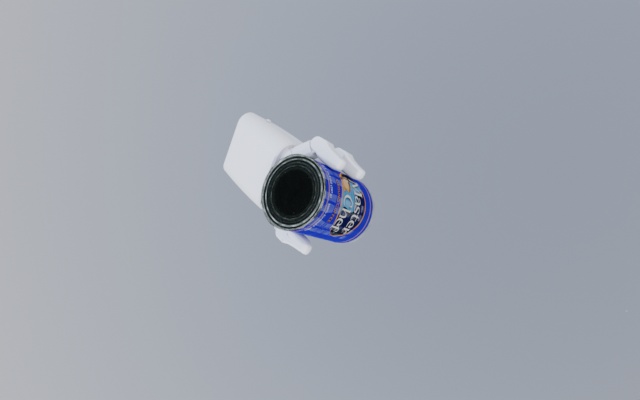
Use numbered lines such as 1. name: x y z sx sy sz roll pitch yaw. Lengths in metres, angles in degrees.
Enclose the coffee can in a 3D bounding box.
1. coffee can: 0.000 0.002 0.671 0.103 0.103 0.140 0 -11 33
